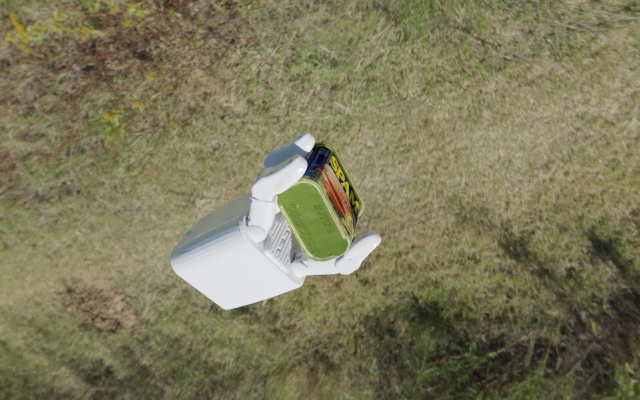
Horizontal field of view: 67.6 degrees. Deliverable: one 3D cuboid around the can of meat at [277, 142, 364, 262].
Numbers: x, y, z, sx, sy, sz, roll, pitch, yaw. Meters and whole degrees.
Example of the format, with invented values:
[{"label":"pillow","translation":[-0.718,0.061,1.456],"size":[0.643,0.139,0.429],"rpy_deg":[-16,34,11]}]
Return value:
[{"label":"can of meat","translation":[0.000,0.002,0.507],"size":[0.057,0.102,0.084],"rpy_deg":[-19,23,23]}]
